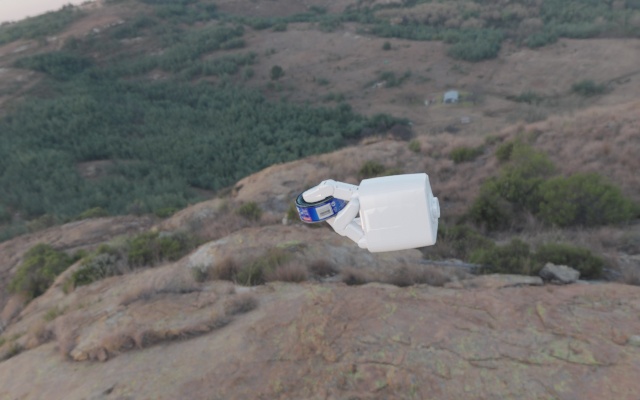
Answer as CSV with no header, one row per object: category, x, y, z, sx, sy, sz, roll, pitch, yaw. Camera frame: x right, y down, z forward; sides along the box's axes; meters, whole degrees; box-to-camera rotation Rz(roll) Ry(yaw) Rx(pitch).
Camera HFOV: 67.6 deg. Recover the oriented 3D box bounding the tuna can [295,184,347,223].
tuna can,0.000,0.002,0.830,0.086,0.034,0.086,-17,24,8
